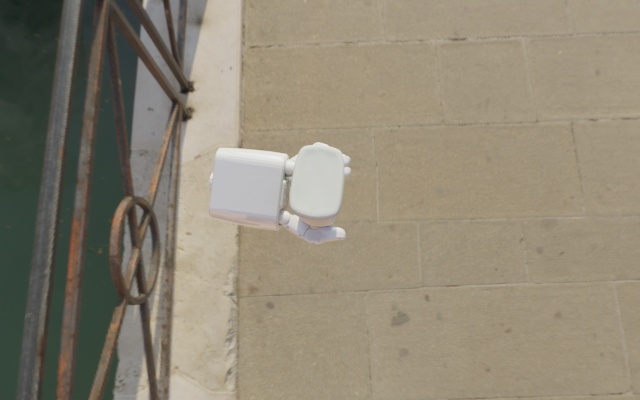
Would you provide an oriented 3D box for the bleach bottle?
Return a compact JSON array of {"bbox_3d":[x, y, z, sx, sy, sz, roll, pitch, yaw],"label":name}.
[{"bbox_3d":[0.000,0.002,0.726,0.068,0.102,0.251,7,-13,3],"label":"bleach bottle"}]
